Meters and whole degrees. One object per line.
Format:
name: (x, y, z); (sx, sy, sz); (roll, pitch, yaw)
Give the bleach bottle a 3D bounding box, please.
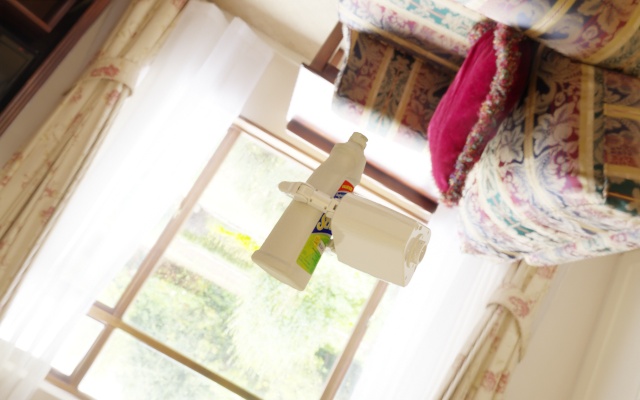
bleach bottle: (0.000, 0.002, 0.699); (0.068, 0.250, 0.103); (21, -17, 27)
